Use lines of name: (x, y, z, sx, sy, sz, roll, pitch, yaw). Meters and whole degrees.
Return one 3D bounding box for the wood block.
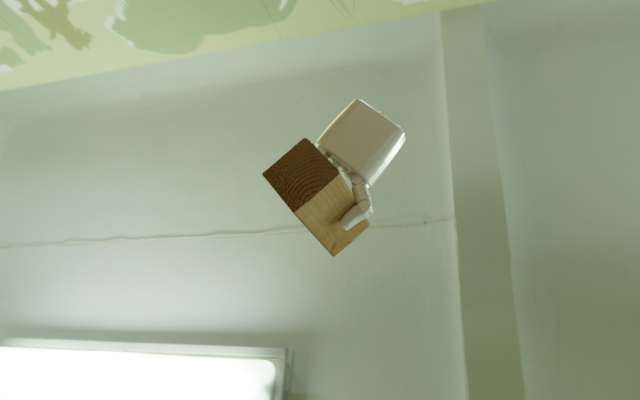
wood block: (0.001, 0.003, 0.778, 0.090, 0.090, 0.206, 48, -3, 30)
